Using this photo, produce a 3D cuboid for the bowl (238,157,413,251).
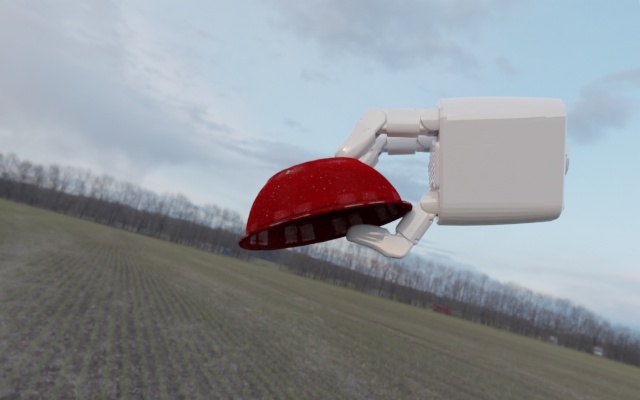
[{"bbox_3d":[-0.001,0.001,0.442,0.162,0.055,0.162,-12,-13,-3],"label":"bowl"}]
